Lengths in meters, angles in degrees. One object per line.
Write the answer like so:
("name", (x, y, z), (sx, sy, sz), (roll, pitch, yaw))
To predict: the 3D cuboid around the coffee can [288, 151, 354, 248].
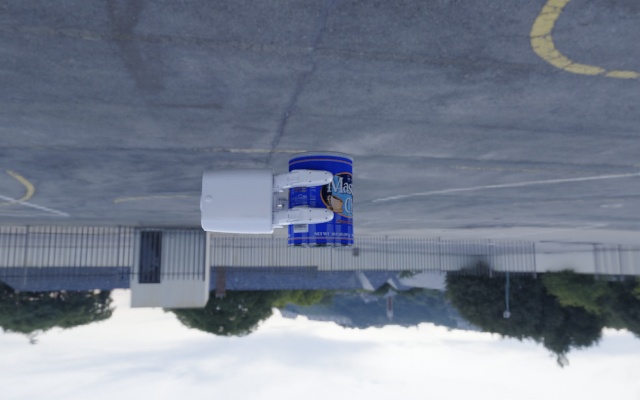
("coffee can", (0.000, 0.002, 0.744), (0.103, 0.140, 0.103), (0, -7, 0))
